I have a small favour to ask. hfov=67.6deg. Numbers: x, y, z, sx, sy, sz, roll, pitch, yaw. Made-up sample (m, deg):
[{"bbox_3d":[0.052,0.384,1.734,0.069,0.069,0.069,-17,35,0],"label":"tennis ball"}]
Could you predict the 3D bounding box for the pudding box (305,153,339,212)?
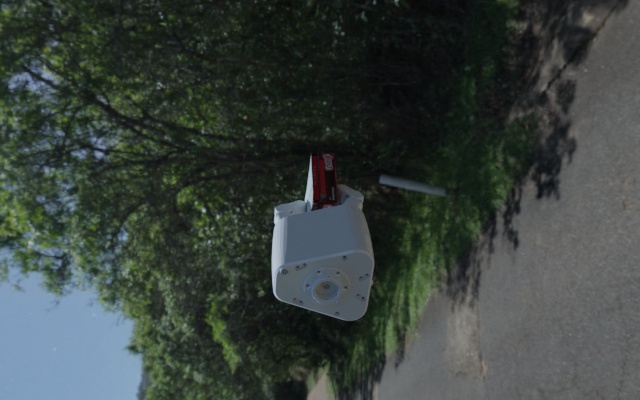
[{"bbox_3d":[0.000,0.002,0.671,0.039,0.090,0.114,4,-37,-7],"label":"pudding box"}]
